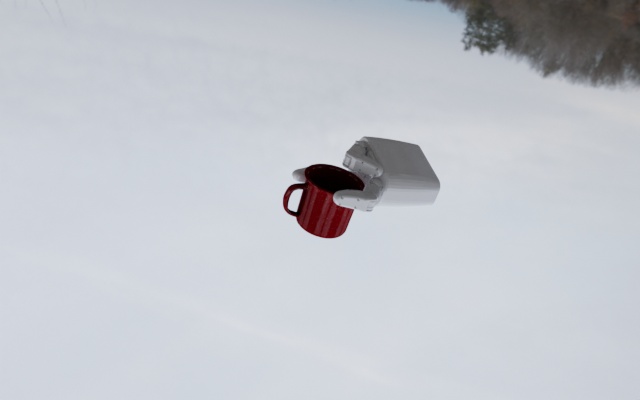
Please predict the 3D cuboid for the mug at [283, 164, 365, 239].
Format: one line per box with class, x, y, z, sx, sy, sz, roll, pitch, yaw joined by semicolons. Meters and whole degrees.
mug;-0.001;0.002;0.706;0.117;0.081;0.093;2;33;-27
